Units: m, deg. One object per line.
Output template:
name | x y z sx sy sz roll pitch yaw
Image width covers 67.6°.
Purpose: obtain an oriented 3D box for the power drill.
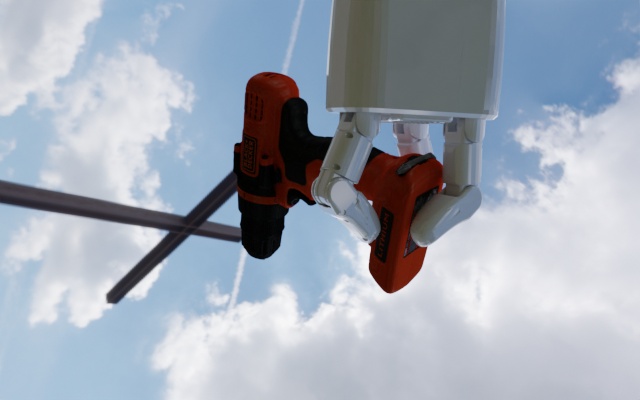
power drill | 0.000 0.001 0.405 0.187 0.184 0.057 26 35 31
